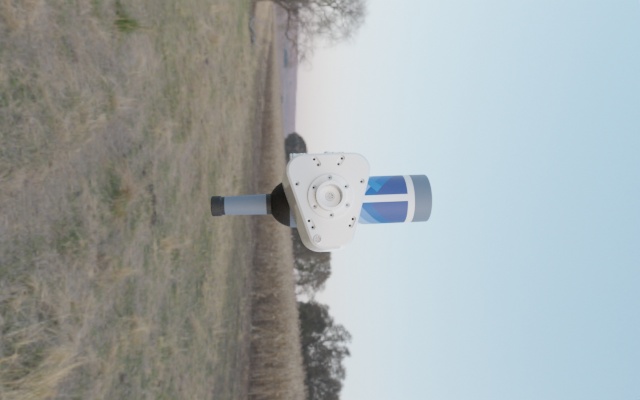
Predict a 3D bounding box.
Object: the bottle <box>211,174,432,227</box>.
[{"bbox_3d":[0.000,0.002,0.657,0.296,0.069,0.069,-2,0,-5],"label":"bottle"}]
